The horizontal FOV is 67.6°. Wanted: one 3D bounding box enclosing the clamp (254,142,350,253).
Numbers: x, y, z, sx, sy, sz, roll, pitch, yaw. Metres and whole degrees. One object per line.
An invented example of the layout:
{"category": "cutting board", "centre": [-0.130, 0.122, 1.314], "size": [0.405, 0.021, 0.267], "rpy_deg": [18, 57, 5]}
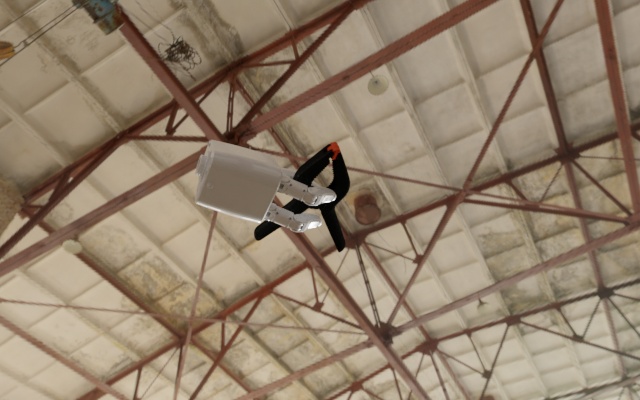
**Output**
{"category": "clamp", "centre": [0.000, 0.002, 0.791], "size": [0.164, 0.210, 0.036], "rpy_deg": [16, 31, -22]}
